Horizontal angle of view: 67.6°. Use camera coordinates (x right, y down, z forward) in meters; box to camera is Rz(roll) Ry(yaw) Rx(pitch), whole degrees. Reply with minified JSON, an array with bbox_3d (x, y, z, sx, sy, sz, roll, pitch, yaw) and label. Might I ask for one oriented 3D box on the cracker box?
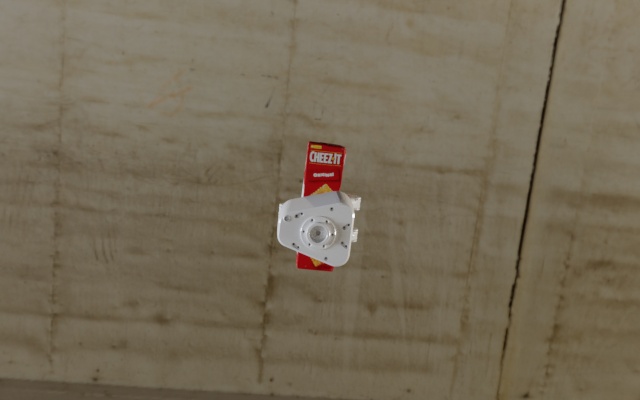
[{"bbox_3d":[0.000,0.003,0.868,0.072,0.214,0.164,6,8,-2],"label":"cracker box"}]
